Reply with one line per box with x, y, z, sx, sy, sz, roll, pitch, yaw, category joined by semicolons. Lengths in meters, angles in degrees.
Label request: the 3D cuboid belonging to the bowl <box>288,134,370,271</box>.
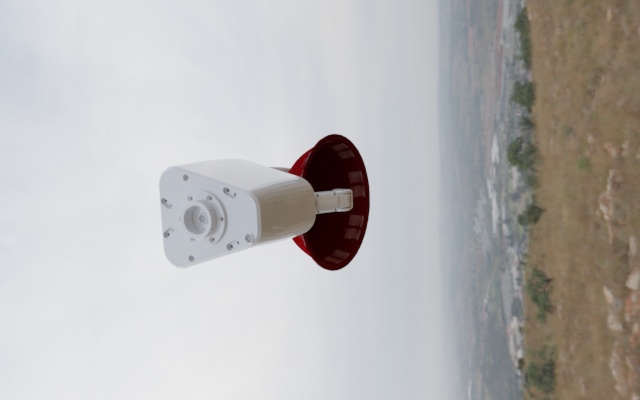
0.000;0.002;0.580;0.055;0.162;0.162;1;1;34;bowl
